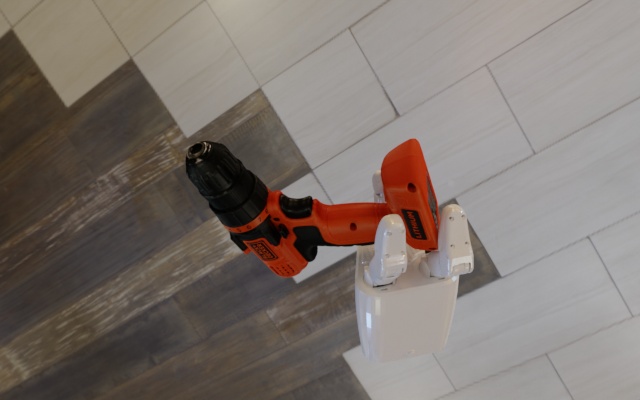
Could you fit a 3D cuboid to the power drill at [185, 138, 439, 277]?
[{"bbox_3d":[0.001,0.001,0.415,0.187,0.057,0.184,-8,-37,21],"label":"power drill"}]
